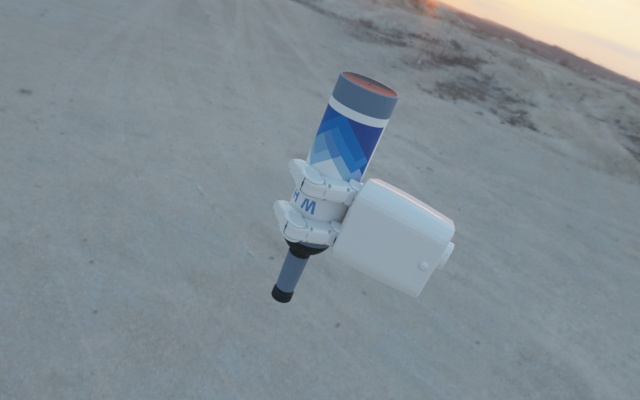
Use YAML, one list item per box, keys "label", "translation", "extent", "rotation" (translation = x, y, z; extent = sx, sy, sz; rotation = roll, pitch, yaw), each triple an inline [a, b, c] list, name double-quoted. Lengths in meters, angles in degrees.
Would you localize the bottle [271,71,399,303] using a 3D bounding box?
- label: "bottle"
  translation: [0.000, 0.002, 0.558]
  extent: [0.069, 0.296, 0.069]
  rotation: [18, 26, -9]
